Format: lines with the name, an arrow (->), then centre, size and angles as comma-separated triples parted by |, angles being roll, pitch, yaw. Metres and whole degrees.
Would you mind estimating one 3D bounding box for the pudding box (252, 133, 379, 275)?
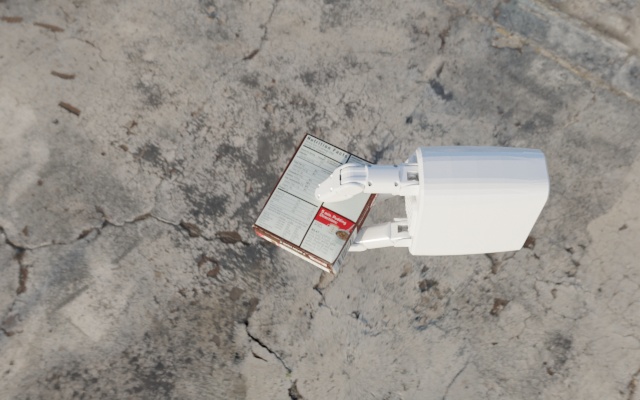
pudding box -> 0.000, 0.001, 0.467 | 0.090, 0.113, 0.039 | 26, -17, 13
